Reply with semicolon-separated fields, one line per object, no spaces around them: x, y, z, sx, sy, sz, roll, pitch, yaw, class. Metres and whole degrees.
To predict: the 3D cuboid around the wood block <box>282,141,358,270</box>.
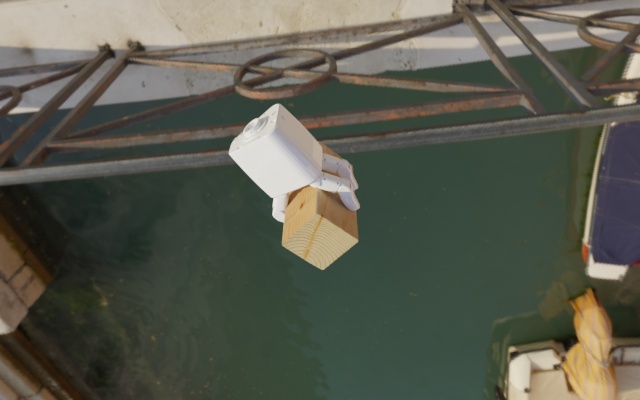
0.000;0.003;0.827;0.090;0.206;0.091;34;-58;-24;wood block
